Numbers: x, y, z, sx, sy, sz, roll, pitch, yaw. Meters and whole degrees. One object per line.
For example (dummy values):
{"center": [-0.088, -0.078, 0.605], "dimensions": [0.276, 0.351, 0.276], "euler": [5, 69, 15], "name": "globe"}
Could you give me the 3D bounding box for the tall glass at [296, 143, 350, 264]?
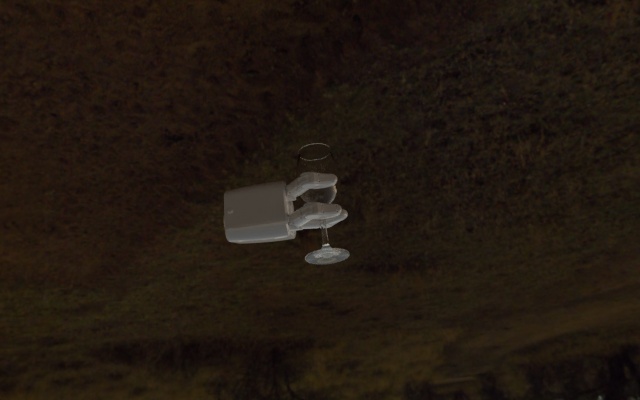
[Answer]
{"center": [0.000, 0.003, 0.822], "dimensions": [0.079, 0.201, 0.079], "euler": [-5, -25, -2], "name": "tall glass"}
